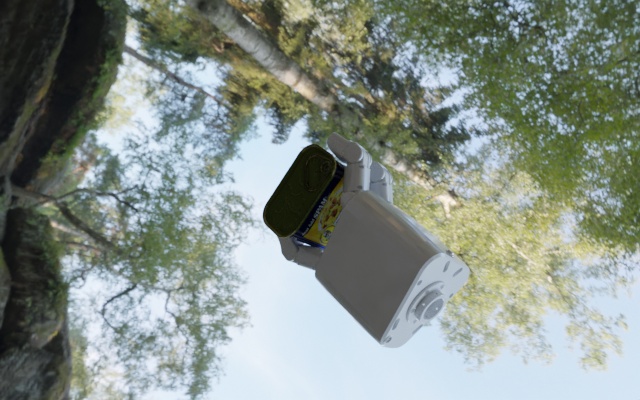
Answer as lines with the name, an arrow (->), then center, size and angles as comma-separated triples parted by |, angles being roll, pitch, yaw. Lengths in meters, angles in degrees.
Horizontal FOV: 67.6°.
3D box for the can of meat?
can of meat -> 0.000, 0.002, 0.526 | 0.057, 0.102, 0.084 | 38, 7, 41
